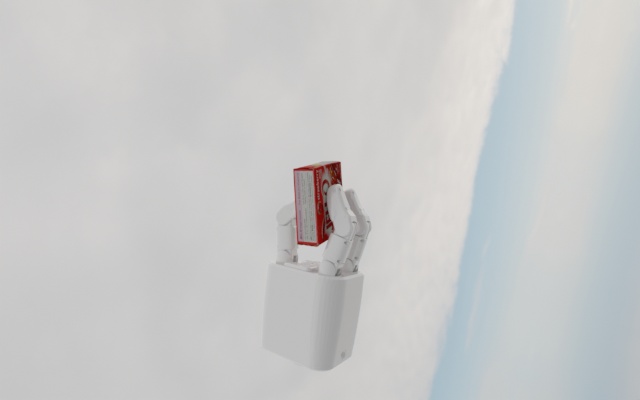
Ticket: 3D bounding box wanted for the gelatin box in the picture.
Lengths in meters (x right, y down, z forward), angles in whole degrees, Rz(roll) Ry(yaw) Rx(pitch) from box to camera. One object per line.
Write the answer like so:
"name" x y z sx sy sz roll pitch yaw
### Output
"gelatin box" 0.000 0.001 0.553 0.030 0.089 0.073 1 11 26
